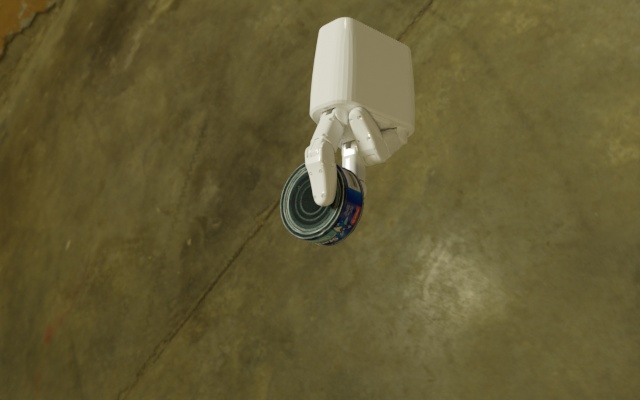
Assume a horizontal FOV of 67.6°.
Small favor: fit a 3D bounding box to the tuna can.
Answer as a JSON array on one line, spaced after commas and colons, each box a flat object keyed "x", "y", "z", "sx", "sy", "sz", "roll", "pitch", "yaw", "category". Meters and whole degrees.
[{"x": 0.000, "y": 0.002, "z": 0.488, "sx": 0.086, "sy": 0.086, "sz": 0.034, "roll": 0, "pitch": -14, "yaw": 39, "category": "tuna can"}]
